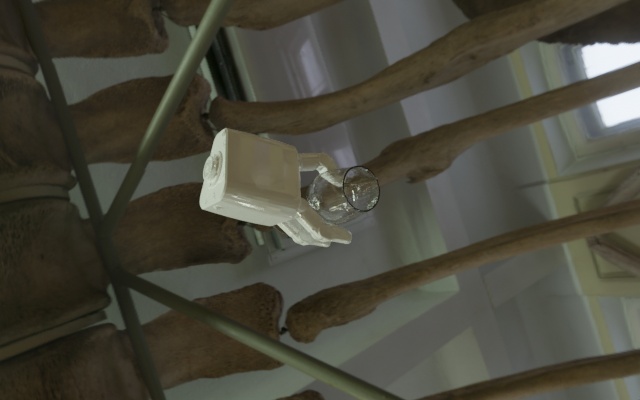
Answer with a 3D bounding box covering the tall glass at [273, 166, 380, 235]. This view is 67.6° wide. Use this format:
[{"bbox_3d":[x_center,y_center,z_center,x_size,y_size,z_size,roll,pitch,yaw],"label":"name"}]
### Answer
[{"bbox_3d":[0.000,0.002,0.702,0.079,0.079,0.201,0,-10,-34],"label":"tall glass"}]
